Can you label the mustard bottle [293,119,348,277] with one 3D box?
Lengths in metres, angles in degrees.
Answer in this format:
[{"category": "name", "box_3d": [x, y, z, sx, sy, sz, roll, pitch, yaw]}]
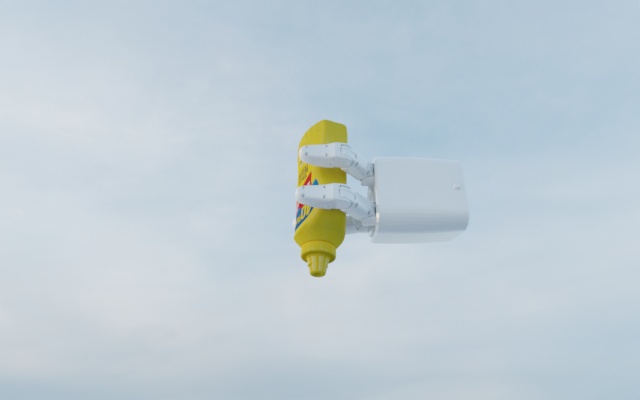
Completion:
[{"category": "mustard bottle", "box_3d": [0.000, 0.002, 0.584, 0.058, 0.191, 0.096, 14, -33, -19]}]
